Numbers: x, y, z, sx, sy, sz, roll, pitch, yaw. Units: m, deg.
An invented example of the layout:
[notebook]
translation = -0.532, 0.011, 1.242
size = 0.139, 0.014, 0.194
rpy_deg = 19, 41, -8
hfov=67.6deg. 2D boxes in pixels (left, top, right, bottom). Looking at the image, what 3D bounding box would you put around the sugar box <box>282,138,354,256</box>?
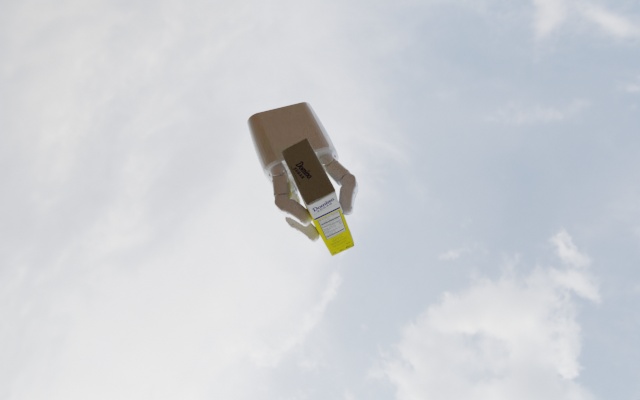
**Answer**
[sugar box]
translation = 0.000, 0.002, 0.664
size = 0.048, 0.093, 0.176
rpy_deg = -28, -30, 0
